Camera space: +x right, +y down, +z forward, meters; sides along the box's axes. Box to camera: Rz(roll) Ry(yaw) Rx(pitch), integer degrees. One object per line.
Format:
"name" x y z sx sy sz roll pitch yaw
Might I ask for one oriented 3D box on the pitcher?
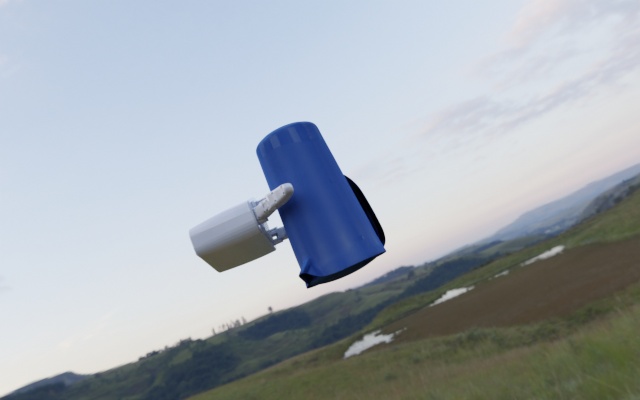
"pitcher" 0.000 0.003 0.750 0.145 0.242 0.149 -25 -11 3
